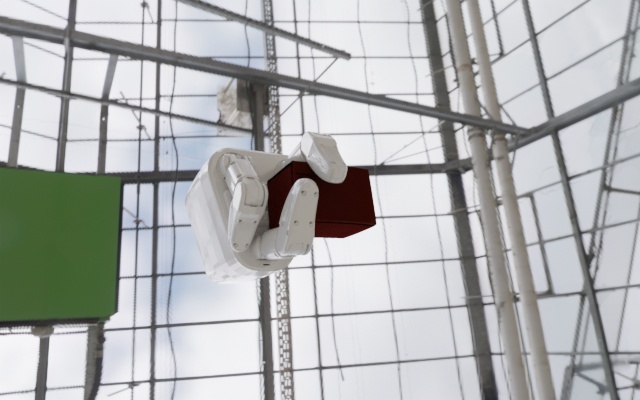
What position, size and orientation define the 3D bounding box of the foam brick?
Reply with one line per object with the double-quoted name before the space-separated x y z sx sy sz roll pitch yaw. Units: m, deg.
"foam brick" 0.000 0.001 0.413 0.078 0.053 0.051 5 -20 -28
